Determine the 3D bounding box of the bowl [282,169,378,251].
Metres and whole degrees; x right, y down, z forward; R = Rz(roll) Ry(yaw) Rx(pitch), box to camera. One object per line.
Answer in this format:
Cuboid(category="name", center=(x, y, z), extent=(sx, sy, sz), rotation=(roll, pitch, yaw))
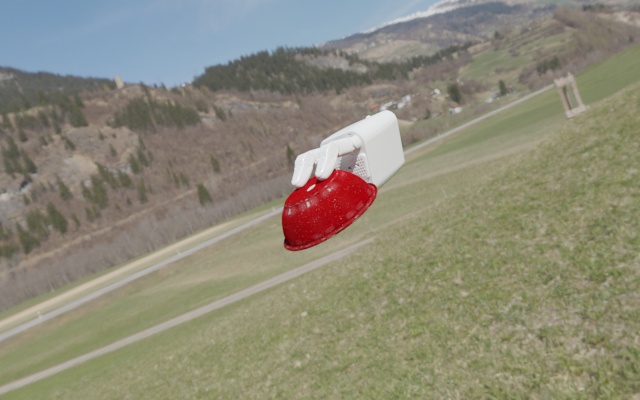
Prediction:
Cuboid(category="bowl", center=(-0.001, 0.003, 0.691), extent=(0.162, 0.055, 0.162), rotation=(-31, 17, 10))
